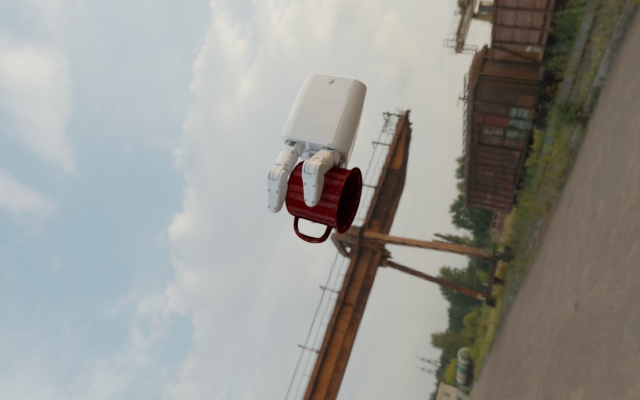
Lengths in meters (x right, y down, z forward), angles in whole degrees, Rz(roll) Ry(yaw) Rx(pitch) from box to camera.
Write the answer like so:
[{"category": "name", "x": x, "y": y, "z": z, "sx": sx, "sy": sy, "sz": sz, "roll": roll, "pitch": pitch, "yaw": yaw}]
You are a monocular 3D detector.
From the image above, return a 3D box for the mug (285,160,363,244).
[{"category": "mug", "x": -0.001, "y": 0.003, "z": 0.655, "sx": 0.081, "sy": 0.117, "sz": 0.093, "roll": 14, "pitch": -13, "yaw": 21}]
